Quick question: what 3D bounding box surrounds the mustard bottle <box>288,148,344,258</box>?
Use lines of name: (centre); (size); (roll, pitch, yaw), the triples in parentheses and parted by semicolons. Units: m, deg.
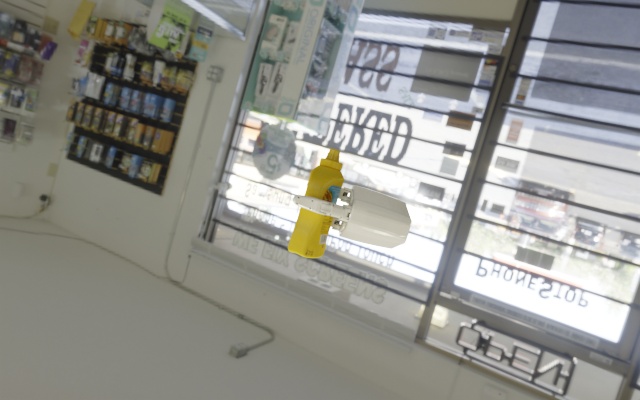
mustard bottle: (0.000, 0.003, 0.843); (0.058, 0.191, 0.096); (18, 4, 22)
